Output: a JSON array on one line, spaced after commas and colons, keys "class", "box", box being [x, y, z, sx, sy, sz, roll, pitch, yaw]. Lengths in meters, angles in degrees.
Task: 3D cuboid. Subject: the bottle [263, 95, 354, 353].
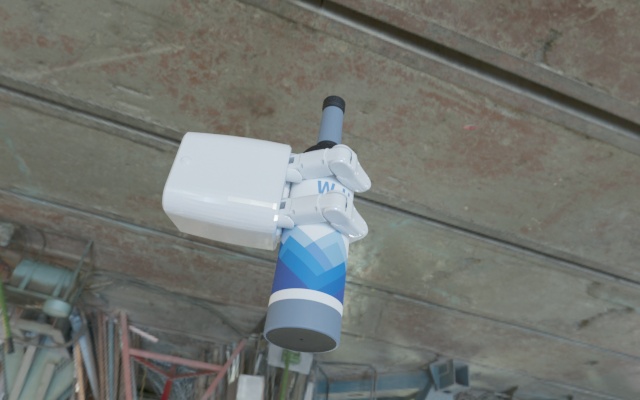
[{"class": "bottle", "box": [0.000, 0.002, 0.496, 0.069, 0.295, 0.069, 5, -35, 4]}]
